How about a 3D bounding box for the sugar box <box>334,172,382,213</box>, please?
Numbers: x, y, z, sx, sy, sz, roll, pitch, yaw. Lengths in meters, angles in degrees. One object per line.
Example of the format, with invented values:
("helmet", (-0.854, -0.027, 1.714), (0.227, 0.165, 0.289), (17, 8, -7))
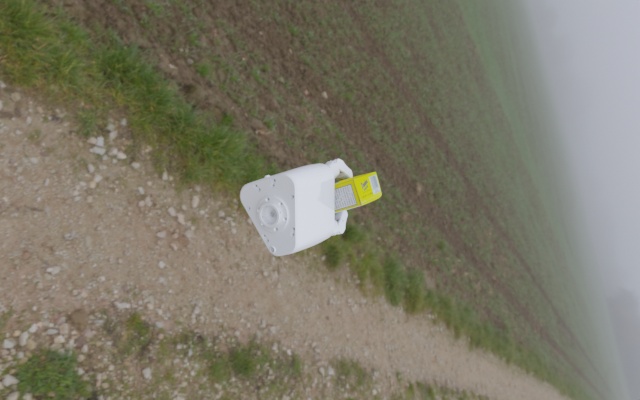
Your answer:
("sugar box", (0.000, 0.002, 0.757), (0.176, 0.048, 0.093), (-14, 2, 28))
